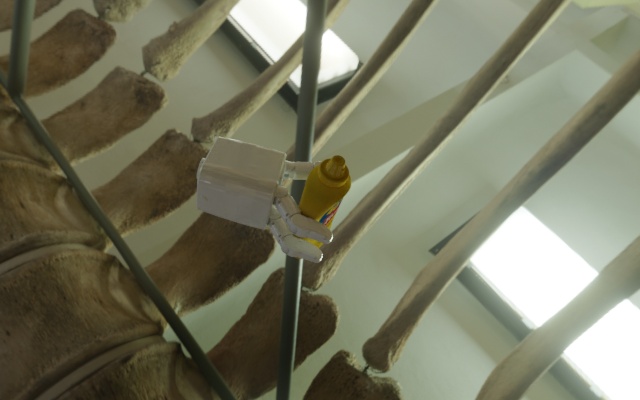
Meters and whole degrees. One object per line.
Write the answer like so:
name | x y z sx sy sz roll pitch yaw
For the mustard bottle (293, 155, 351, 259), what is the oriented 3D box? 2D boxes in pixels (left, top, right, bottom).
mustard bottle | 0.000 0.003 0.683 0.058 0.096 0.192 35 -37 10
